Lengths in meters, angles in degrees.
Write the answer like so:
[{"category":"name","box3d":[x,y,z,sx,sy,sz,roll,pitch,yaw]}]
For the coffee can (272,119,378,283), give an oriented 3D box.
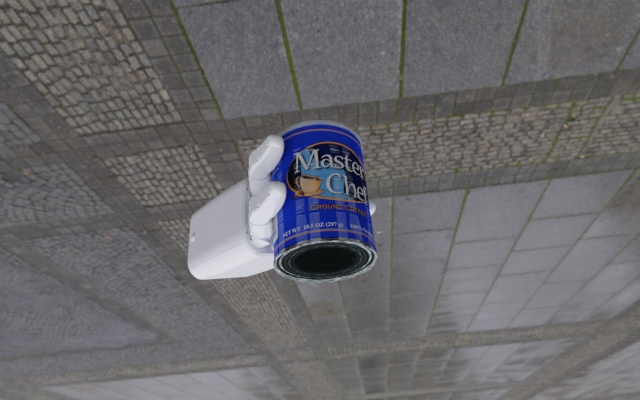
[{"category":"coffee can","box3d":[0.000,0.001,0.501,0.103,0.140,0.103,-4,-30,-2]}]
